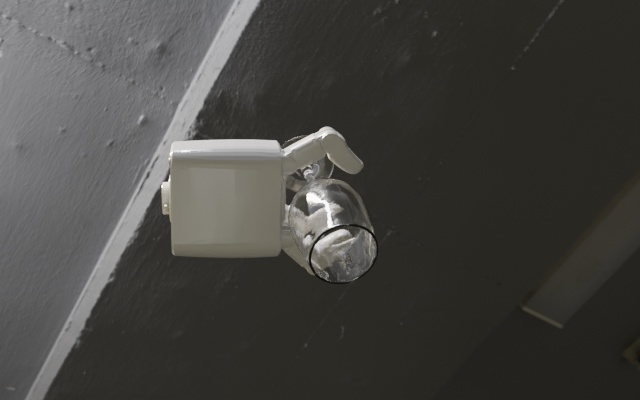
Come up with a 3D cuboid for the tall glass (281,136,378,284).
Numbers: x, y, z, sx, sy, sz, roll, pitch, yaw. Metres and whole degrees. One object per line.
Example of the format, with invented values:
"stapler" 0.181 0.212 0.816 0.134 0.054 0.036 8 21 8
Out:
"tall glass" 0.000 0.001 0.493 0.079 0.079 0.201 0 27 -14
